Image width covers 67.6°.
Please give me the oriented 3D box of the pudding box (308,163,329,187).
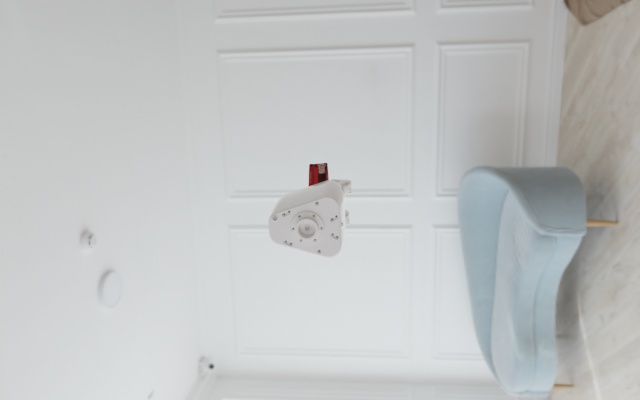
[{"bbox_3d":[0.000,0.003,0.855,0.039,0.114,0.090,-1,41,3],"label":"pudding box"}]
